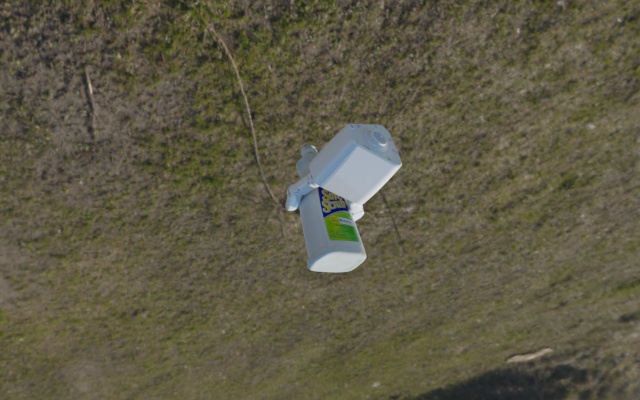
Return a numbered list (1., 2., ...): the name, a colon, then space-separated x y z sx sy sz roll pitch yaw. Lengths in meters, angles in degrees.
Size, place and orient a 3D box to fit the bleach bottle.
1. bleach bottle: 0.000 0.003 0.855 0.102 0.250 0.068 9 -40 -36
